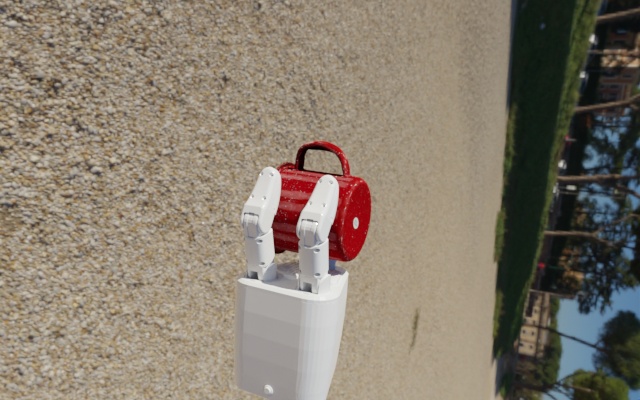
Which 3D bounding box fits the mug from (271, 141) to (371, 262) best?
[{"bbox_3d":[0.000,0.000,0.461,0.081,0.117,0.093,9,10,24],"label":"mug"}]
